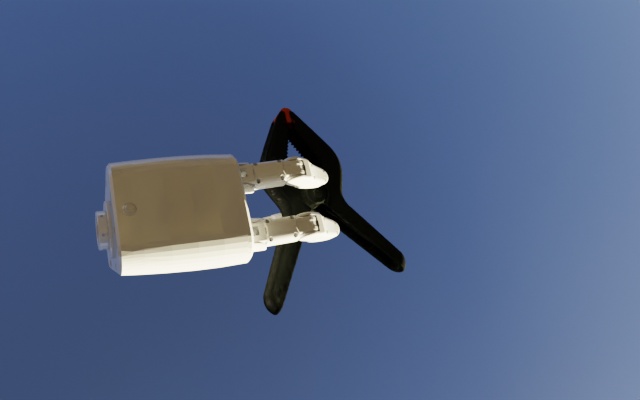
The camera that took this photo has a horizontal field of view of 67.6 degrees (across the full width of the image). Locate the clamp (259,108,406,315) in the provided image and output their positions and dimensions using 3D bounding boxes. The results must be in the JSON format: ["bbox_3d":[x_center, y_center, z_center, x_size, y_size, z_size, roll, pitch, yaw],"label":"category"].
[{"bbox_3d":[-0.001,0.001,0.502,0.164,0.210,0.036,-4,-18,-30],"label":"clamp"}]
